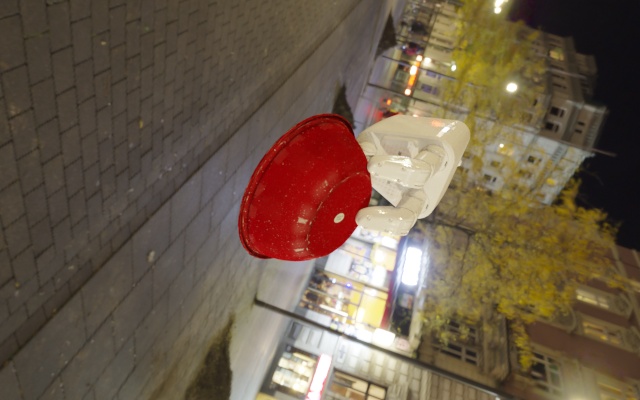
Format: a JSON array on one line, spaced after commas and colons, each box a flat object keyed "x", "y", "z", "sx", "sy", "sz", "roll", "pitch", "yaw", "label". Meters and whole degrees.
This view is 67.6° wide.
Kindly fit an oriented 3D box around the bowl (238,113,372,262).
[{"x": -0.001, "y": 0.002, "z": 0.457, "sx": 0.055, "sy": 0.162, "sz": 0.162, "roll": 34, "pitch": 18, "yaw": 29, "label": "bowl"}]
